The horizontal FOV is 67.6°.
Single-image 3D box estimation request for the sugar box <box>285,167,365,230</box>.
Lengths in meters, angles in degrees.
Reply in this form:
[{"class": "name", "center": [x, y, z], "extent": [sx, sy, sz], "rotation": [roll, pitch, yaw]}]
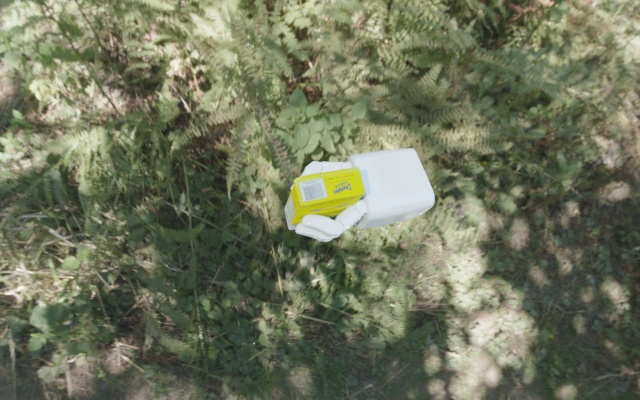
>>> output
[{"class": "sugar box", "center": [0.000, 0.003, 0.718], "extent": [0.093, 0.048, 0.176], "rotation": [-10, -15, -10]}]
